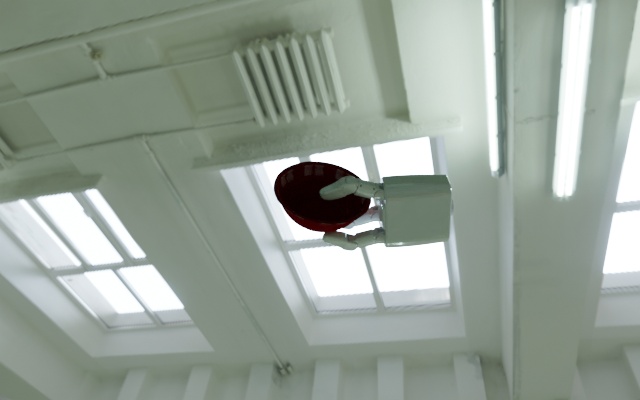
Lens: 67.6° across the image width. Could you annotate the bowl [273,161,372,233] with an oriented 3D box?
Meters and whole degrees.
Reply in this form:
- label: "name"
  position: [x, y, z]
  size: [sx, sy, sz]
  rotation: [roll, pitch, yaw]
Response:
- label: "bowl"
  position: [-0.001, 0.003, 0.792]
  size: [0.162, 0.055, 0.162]
  rotation: [7, 39, -6]
